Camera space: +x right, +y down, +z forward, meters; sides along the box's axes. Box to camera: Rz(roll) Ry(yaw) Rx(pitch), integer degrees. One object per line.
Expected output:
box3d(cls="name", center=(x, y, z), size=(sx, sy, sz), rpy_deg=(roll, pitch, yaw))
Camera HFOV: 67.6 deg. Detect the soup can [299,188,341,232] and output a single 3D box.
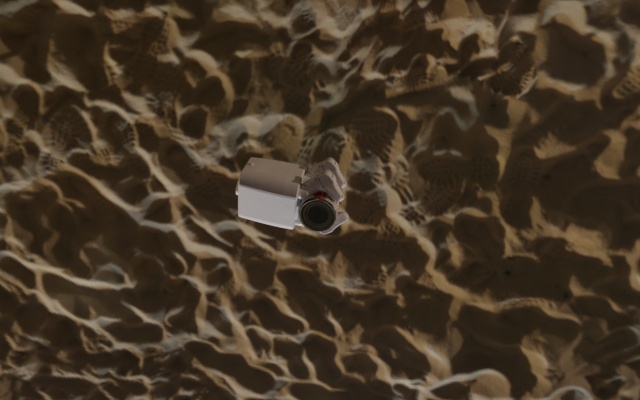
box3d(cls="soup can", center=(0.001, 0.003, 0.863), size=(0.068, 0.068, 0.102), rpy_deg=(0, 27, 7))
